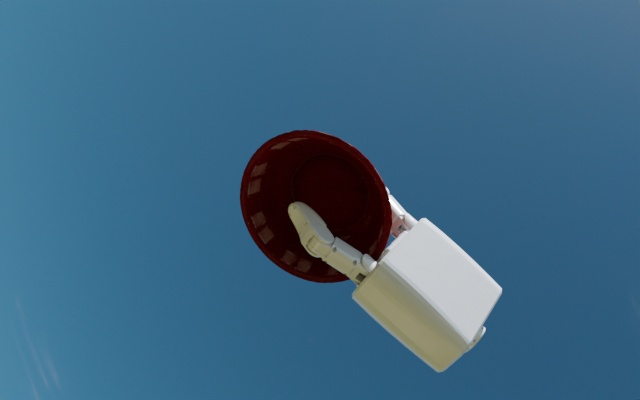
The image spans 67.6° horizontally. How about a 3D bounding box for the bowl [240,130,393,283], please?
[{"bbox_3d":[-0.001,0.000,0.493,0.162,0.162,0.055,0,21,22],"label":"bowl"}]
